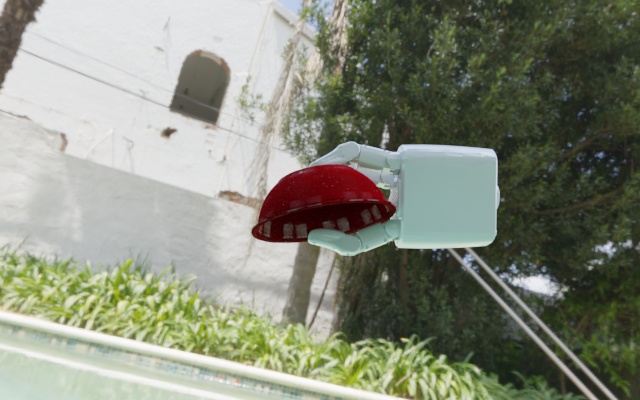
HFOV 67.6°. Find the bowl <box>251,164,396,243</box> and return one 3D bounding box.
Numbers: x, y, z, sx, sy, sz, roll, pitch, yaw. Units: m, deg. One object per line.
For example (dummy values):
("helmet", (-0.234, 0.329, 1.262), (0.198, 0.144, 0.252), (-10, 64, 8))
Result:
("bowl", (-0.001, 0.001, 0.534), (0.162, 0.055, 0.162), (-10, -16, -3))
